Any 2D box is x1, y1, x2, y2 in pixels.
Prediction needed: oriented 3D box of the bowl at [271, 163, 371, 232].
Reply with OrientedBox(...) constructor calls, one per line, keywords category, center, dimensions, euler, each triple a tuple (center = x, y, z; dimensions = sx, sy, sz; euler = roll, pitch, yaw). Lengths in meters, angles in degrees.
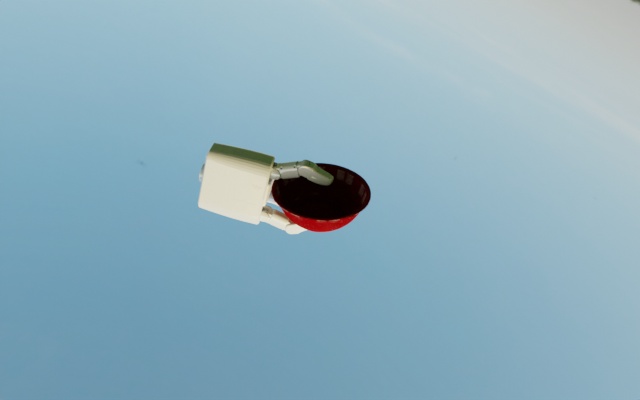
OrientedBox(category="bowl", center=(0.001, 0.003, 0.785), dimensions=(0.162, 0.055, 0.162), euler=(2, 36, -2))
